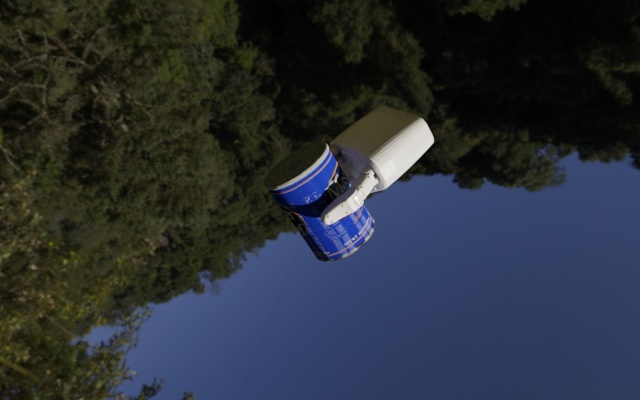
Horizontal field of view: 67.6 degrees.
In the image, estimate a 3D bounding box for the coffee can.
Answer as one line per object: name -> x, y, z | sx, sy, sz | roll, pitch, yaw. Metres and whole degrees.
coffee can -> 0.000, 0.002, 0.682 | 0.103, 0.140, 0.102 | -28, 23, 13
